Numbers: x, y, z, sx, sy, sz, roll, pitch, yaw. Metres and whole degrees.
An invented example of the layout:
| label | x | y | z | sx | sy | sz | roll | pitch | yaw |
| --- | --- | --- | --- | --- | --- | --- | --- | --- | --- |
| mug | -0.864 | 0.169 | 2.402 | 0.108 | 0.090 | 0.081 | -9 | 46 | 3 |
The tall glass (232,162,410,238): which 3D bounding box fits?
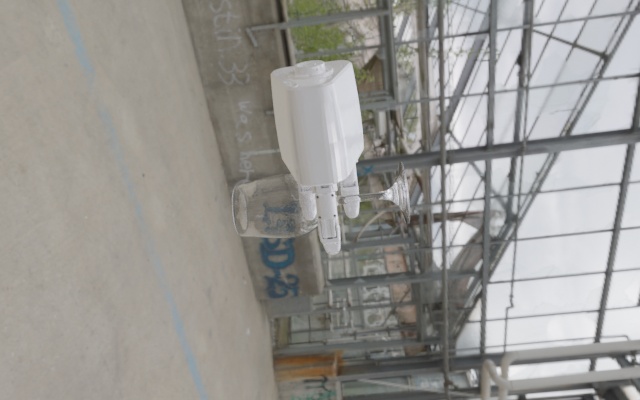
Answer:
| label | x | y | z | sx | sy | sz | roll | pitch | yaw |
| --- | --- | --- | --- | --- | --- | --- | --- | --- | --- |
| tall glass | 0.001 | 0.002 | 0.568 | 0.201 | 0.079 | 0.079 | -7 | -1 | 4 |
